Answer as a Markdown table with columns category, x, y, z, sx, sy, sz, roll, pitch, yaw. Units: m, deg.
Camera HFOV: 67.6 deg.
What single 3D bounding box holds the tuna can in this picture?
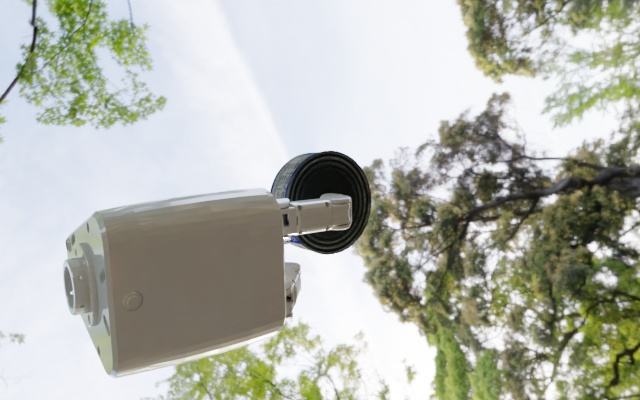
| category | x | y | z | sx | sy | sz | roll | pitch | yaw |
| --- | --- | --- | --- | --- | --- | --- | --- | --- | --- |
| tuna can | 0.000 | 0.001 | 0.405 | 0.086 | 0.086 | 0.034 | 0 | 3 | -35 |
